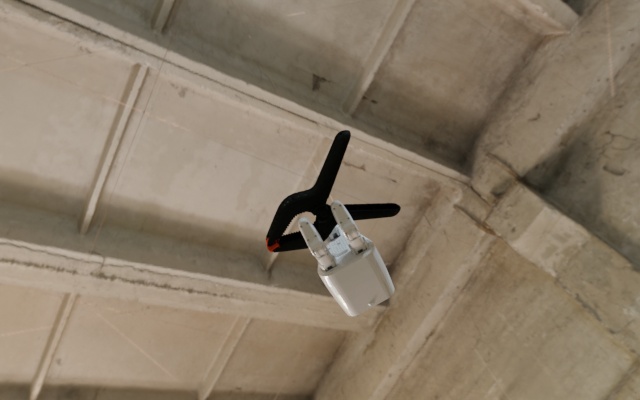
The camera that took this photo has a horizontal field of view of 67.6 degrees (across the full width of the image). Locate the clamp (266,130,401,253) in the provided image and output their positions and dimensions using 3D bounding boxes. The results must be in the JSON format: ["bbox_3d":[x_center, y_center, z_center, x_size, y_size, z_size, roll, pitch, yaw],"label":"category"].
[{"bbox_3d":[0.000,0.002,0.722,0.210,0.165,0.036,-29,25,2],"label":"clamp"}]
